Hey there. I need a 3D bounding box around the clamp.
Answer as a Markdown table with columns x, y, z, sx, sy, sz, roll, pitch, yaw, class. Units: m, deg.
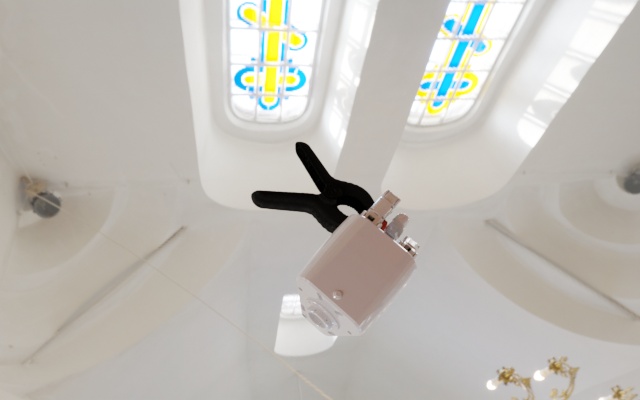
| x | y | z | sx | sy | sz | roll | pitch | yaw | class |
| --- | --- | --- | --- | --- | --- | --- | --- | --- | --- |
| 0.000 | 0.002 | 0.614 | 0.171 | 0.120 | 0.039 | 36 | -27 | 17 | clamp |
